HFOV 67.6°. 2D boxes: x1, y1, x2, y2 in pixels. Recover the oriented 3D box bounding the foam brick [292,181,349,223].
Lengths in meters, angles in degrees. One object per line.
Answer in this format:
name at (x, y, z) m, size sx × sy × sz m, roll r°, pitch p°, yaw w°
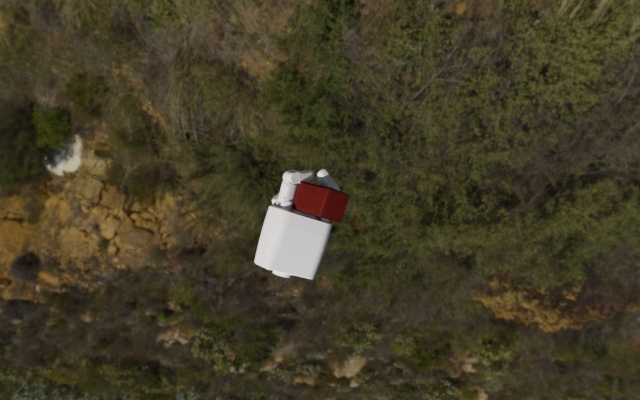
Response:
foam brick at (0.000, 0.003, 0.814) m, size 0.053 × 0.051 × 0.078 m, roll 20°, pitch -4°, yaw -43°
